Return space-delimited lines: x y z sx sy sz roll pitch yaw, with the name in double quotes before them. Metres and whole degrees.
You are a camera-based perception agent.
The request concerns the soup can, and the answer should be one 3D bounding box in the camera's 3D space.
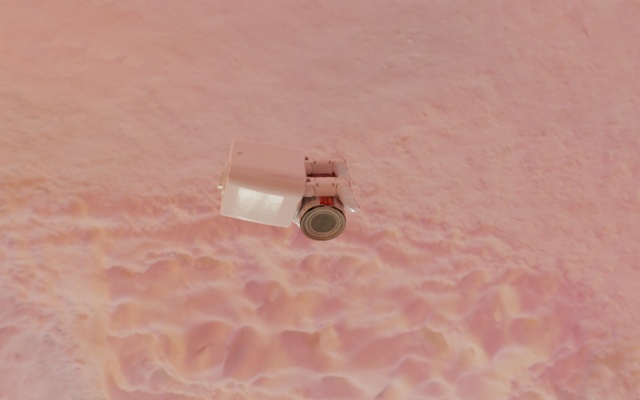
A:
"soup can" 0.001 0.003 0.711 0.068 0.069 0.102 0 38 -5
